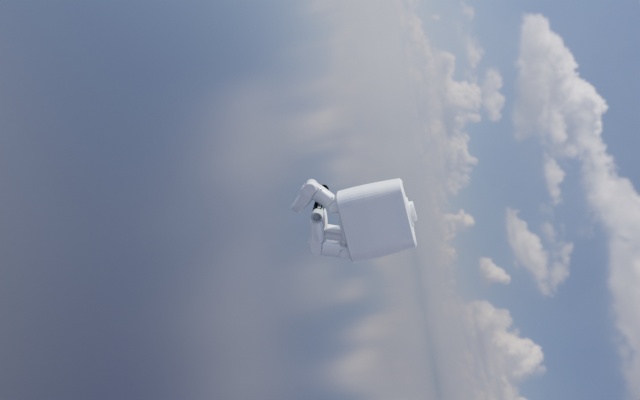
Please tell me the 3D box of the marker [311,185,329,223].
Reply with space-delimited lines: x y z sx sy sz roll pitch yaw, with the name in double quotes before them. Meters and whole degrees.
"marker" 0.000 0.003 0.790 0.020 0.020 0.121 0 24 6
